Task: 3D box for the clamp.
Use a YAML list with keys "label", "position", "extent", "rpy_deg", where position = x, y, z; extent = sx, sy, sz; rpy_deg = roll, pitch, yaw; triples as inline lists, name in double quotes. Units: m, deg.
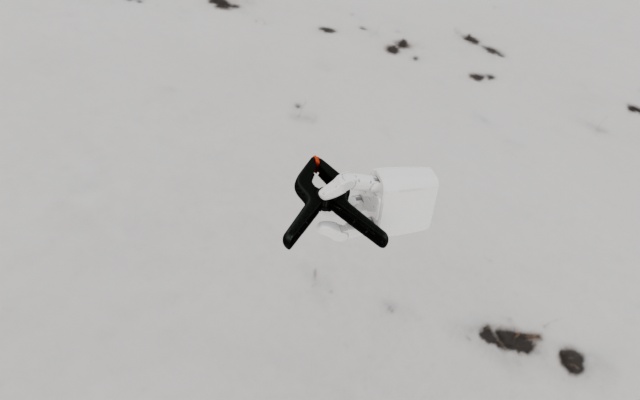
- label: "clamp"
  position: [0.000, 0.002, 0.776]
  extent: [0.164, 0.036, 0.209]
  rpy_deg: [-4, 44, -21]
